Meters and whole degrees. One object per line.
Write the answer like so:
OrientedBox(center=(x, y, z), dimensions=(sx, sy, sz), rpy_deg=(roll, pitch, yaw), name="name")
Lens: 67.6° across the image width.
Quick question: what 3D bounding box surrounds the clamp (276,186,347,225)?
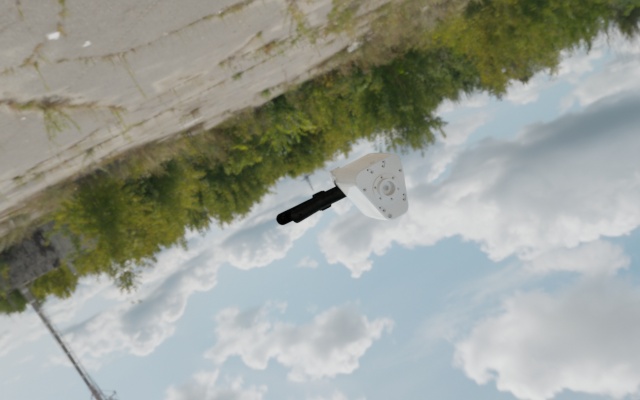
OrientedBox(center=(0.001, 0.003, 0.899), dimensions=(0.171, 0.039, 0.120), rpy_deg=(-29, 10, -10), name="clamp")
